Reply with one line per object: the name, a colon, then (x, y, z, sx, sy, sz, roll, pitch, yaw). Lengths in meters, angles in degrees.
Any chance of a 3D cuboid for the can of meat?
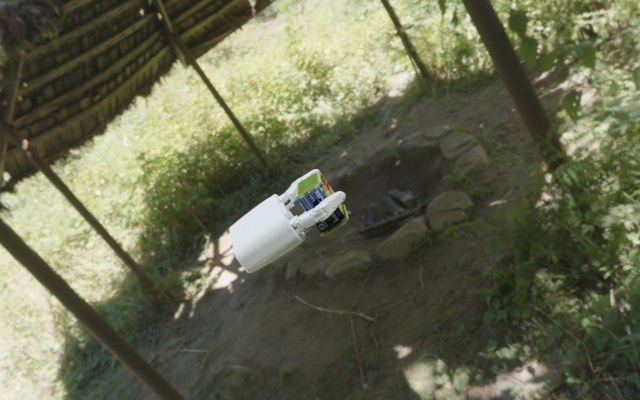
can of meat: (0.000, 0.002, 0.836, 0.057, 0.084, 0.102, -33, 15, 8)
